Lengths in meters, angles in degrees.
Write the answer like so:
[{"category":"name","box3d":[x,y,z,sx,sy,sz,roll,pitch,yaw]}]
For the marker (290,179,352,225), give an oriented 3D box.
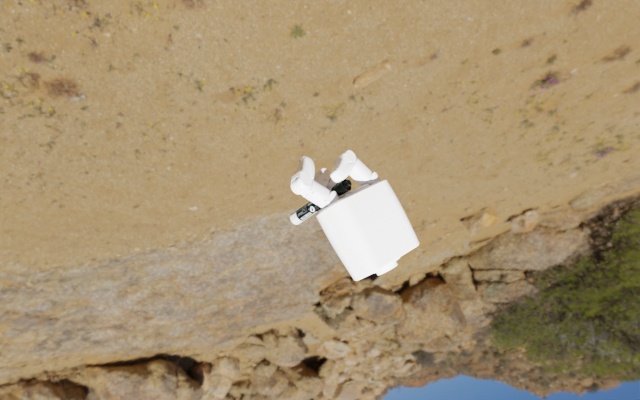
[{"category":"marker","box3d":[0.000,0.002,0.674,0.020,0.020,0.121,0,-26,-45]}]
